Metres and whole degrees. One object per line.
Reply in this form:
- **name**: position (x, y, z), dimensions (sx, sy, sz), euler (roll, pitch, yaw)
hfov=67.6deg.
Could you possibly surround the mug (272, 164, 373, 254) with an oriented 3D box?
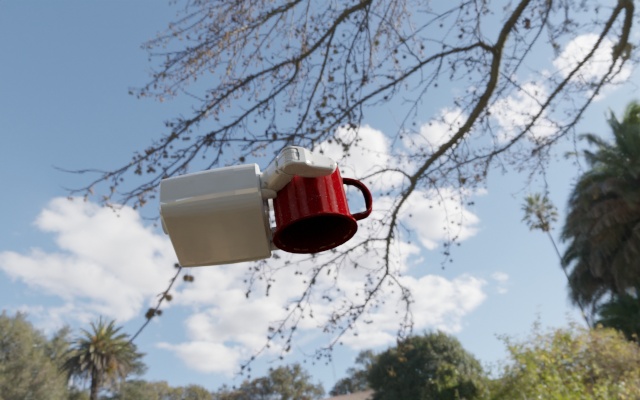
- **mug**: position (0.001, 0.001, 0.533), dimensions (0.117, 0.081, 0.093), euler (-8, -30, -6)
